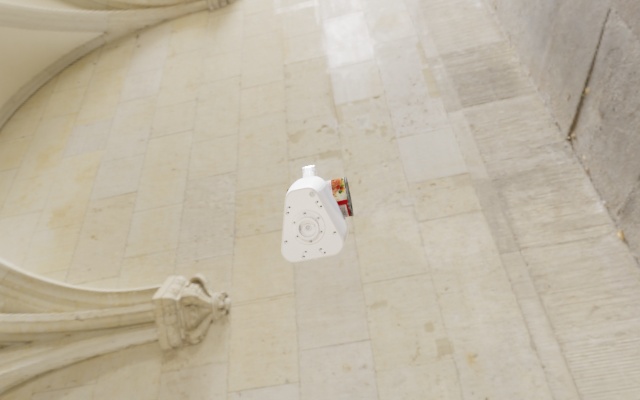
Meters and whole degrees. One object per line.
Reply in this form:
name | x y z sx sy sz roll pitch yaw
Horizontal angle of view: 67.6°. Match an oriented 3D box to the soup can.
soup can | 0.000 0.003 0.810 0.102 0.068 0.068 -11 -1 6
